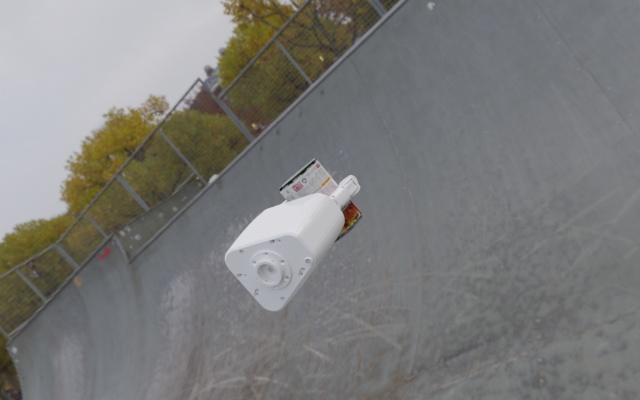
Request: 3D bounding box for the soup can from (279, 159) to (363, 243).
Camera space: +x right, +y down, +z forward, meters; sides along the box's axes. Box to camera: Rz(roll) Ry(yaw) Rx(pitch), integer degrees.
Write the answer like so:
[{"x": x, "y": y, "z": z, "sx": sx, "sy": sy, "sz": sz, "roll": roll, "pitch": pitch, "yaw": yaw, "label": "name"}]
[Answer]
[{"x": 0.000, "y": 0.002, "z": 0.654, "sx": 0.068, "sy": 0.102, "sz": 0.068, "roll": -40, "pitch": 6, "yaw": 5, "label": "soup can"}]
